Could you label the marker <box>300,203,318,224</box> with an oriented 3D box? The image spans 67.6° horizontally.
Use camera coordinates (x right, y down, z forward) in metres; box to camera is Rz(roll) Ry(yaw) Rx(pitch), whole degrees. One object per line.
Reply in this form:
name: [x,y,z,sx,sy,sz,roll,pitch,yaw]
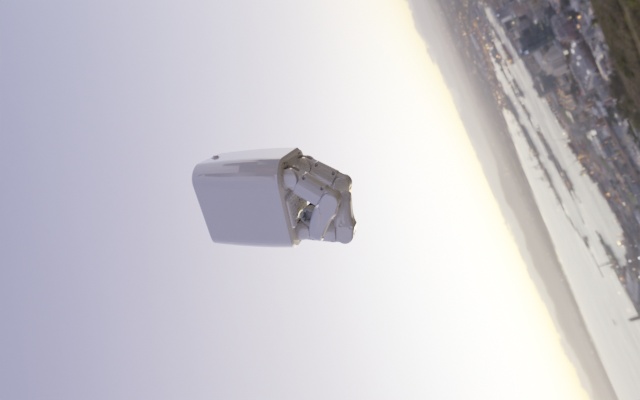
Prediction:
marker: [0.000,0.002,0.589,0.020,0.020,0.121,0,15,14]
